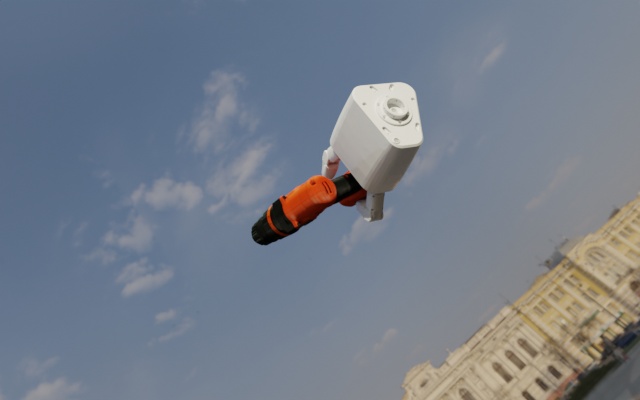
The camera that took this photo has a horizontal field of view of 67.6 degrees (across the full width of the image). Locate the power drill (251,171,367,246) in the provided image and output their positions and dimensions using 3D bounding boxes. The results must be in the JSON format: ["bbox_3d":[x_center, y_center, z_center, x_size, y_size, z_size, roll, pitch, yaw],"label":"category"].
[{"bbox_3d":[0.001,0.002,0.727,0.187,0.057,0.184,-25,-5,-44],"label":"power drill"}]
